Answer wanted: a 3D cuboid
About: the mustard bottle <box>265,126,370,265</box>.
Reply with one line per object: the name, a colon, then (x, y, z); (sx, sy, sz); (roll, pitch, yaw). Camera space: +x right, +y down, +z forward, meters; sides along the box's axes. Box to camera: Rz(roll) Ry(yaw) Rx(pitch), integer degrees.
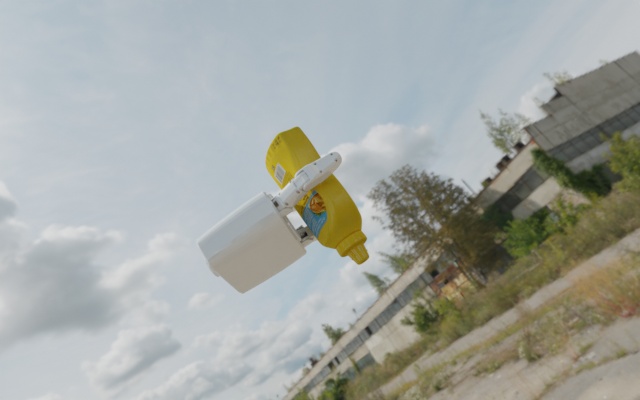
mustard bottle: (0.000, 0.002, 0.619); (0.058, 0.191, 0.096); (-25, -22, -28)
